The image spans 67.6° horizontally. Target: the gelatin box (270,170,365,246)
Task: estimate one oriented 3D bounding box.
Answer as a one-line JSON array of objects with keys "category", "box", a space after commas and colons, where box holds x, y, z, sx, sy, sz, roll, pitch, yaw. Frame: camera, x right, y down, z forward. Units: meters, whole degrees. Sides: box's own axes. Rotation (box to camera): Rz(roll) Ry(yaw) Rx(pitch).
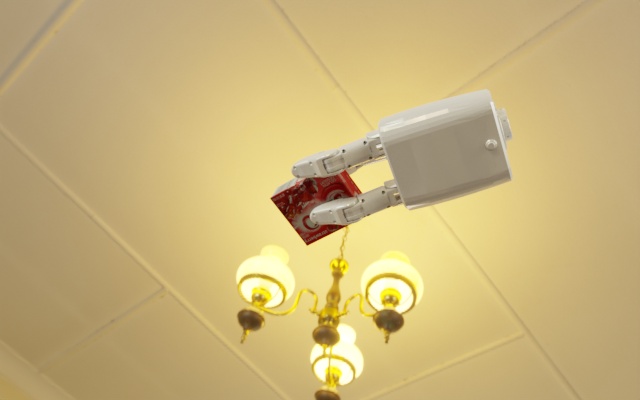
[{"category": "gelatin box", "box": [0.000, 0.002, 0.534, 0.089, 0.073, 0.030, -28, 19, 29]}]
